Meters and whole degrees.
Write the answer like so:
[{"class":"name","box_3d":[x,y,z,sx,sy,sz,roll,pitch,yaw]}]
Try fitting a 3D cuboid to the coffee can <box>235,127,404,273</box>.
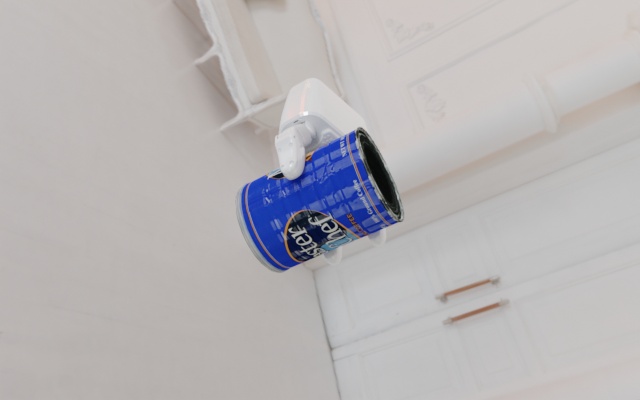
[{"class":"coffee can","box_3d":[0.000,0.002,0.488,0.140,0.103,0.103,-25,-8,18]}]
